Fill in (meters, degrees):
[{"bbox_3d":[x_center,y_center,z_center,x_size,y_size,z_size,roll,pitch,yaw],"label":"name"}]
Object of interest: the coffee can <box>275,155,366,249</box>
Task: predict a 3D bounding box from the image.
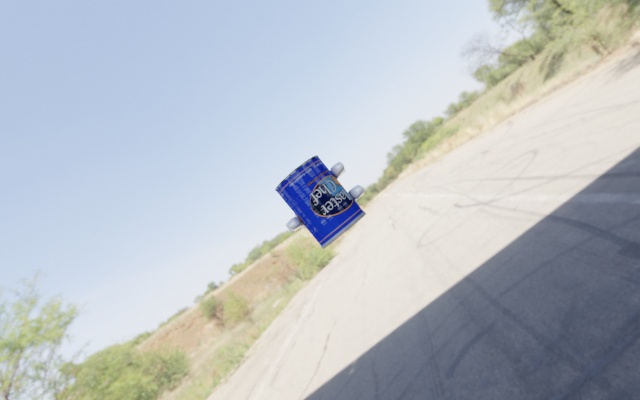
[{"bbox_3d":[0.000,0.003,0.875,0.103,0.140,0.103,-39,-3,-3],"label":"coffee can"}]
